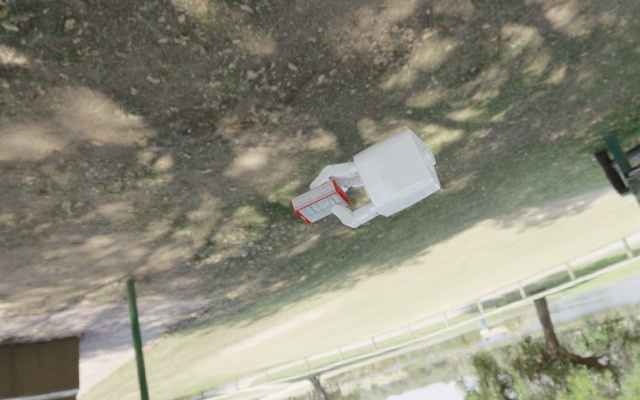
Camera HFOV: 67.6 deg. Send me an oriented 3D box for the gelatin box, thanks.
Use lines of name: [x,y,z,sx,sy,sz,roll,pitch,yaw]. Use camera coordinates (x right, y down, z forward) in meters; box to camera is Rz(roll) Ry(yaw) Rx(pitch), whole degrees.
gelatin box: [0.000,0.003,0.860,0.089,0.030,0.073,-26,-26,10]
